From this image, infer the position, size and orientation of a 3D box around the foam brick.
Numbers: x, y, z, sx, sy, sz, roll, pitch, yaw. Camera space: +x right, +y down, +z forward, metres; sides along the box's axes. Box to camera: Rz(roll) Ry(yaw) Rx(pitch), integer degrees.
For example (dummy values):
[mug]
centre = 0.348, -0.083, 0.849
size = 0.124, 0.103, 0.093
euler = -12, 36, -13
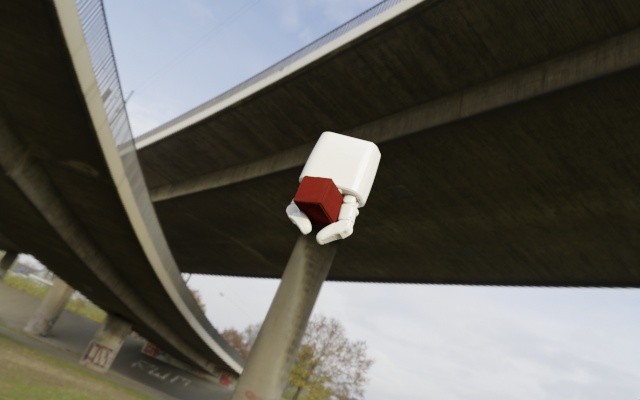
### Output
[foam brick]
centre = 0.000, 0.002, 0.777
size = 0.053, 0.051, 0.078
euler = 8, -29, 29
